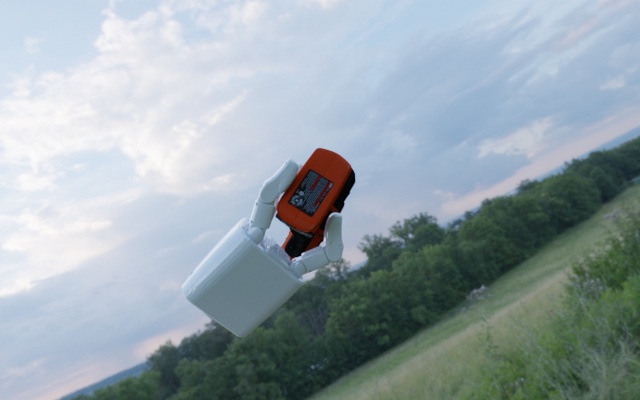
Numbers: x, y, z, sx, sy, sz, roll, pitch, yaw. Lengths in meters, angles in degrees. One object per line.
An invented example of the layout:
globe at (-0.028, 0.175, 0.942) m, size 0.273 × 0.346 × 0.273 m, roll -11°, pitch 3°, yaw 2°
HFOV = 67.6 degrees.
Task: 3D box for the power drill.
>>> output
power drill at (0.000, 0.002, 0.653) m, size 0.057 × 0.184 × 0.188 m, roll 28°, pitch -17°, yaw 9°
